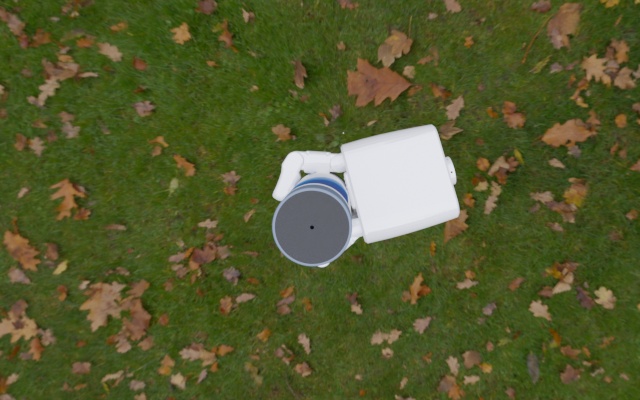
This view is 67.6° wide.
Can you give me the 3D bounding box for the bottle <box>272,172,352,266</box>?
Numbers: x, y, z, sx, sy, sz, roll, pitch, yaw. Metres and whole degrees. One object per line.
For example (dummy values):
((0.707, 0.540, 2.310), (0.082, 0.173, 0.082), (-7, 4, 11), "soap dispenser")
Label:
((0.000, 0.002, 0.538), (0.069, 0.069, 0.295), (0, 8, 3), "bottle")
